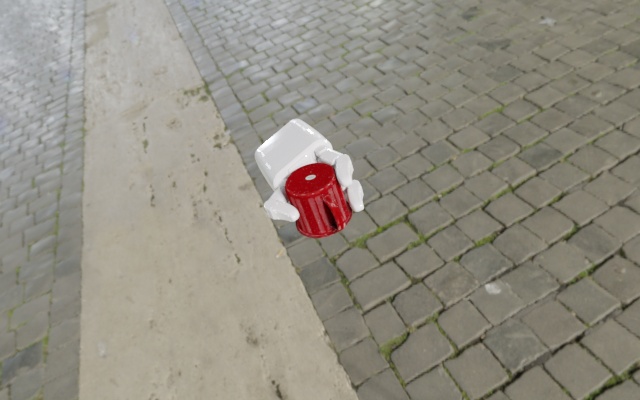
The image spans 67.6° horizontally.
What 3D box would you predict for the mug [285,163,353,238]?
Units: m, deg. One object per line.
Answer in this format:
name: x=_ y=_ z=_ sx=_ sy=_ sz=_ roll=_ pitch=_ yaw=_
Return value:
mug: x=0.001 y=0.003 z=0.718 sx=0.093 sy=0.082 sz=0.117 roll=-29 pitch=39 yaw=-12
